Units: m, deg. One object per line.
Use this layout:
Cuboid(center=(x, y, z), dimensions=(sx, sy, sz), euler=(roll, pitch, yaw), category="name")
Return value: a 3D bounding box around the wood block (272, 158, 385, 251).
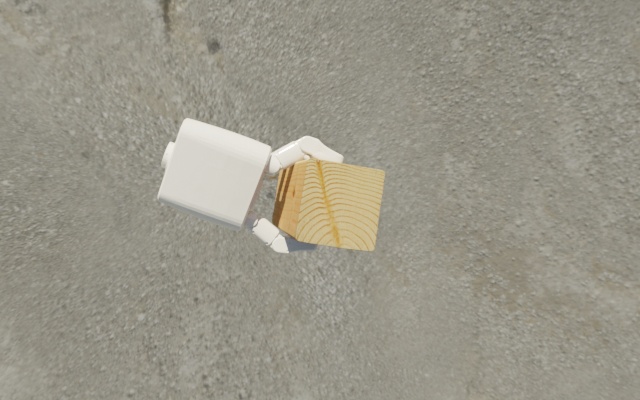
Cuboid(center=(0.000, 0.002, 0.605), dimensions=(0.090, 0.091, 0.206), euler=(9, 0, -13), category="wood block")
